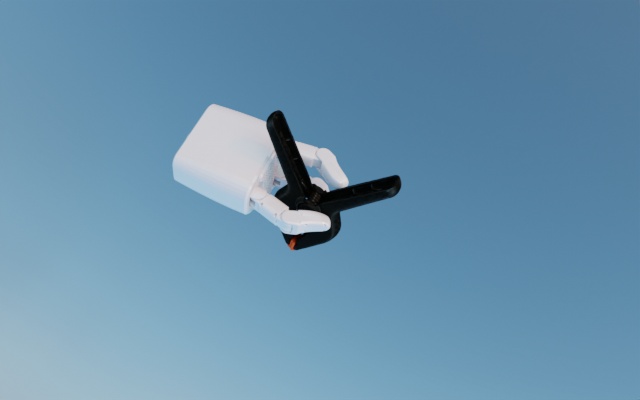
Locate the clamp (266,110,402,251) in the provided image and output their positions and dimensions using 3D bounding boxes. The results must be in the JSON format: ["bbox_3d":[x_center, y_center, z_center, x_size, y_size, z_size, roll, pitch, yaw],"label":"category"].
[{"bbox_3d":[-0.001,0.003,0.586,0.164,0.036,0.210,26,-40,9],"label":"clamp"}]
